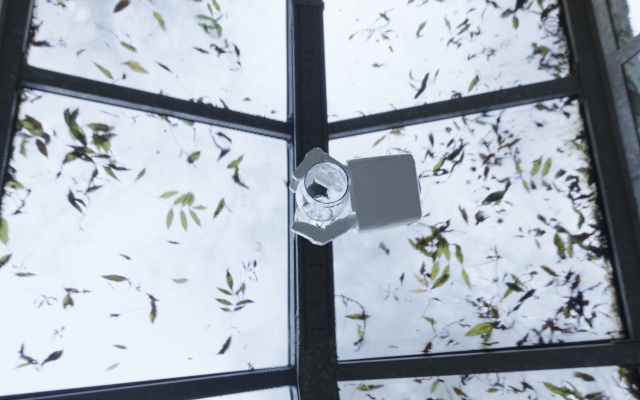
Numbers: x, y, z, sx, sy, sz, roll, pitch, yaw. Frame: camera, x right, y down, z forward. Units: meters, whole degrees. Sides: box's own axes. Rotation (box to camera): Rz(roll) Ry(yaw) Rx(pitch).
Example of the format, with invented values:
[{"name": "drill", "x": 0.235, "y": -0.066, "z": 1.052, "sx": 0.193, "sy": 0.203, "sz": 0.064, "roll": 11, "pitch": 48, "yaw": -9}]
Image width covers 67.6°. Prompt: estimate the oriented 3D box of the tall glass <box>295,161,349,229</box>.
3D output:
[{"name": "tall glass", "x": 0.000, "y": 0.003, "z": 0.744, "sx": 0.079, "sy": 0.079, "sz": 0.201, "roll": 0, "pitch": -16, "yaw": -5}]
